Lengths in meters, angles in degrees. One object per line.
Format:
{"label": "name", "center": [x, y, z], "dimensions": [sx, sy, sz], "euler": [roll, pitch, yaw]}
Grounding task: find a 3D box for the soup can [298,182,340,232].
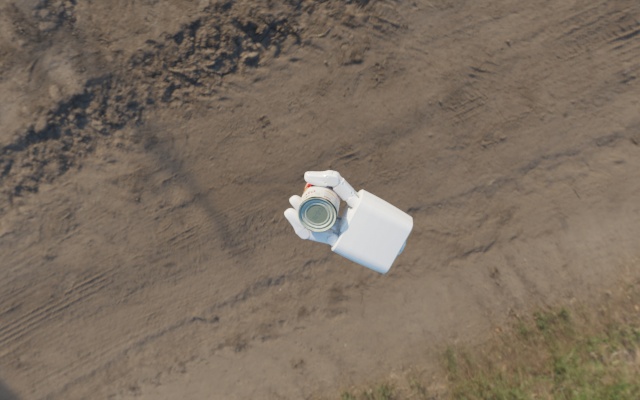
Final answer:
{"label": "soup can", "center": [0.000, 0.003, 0.830], "dimensions": [0.068, 0.068, 0.102], "euler": [0, 26, 7]}
